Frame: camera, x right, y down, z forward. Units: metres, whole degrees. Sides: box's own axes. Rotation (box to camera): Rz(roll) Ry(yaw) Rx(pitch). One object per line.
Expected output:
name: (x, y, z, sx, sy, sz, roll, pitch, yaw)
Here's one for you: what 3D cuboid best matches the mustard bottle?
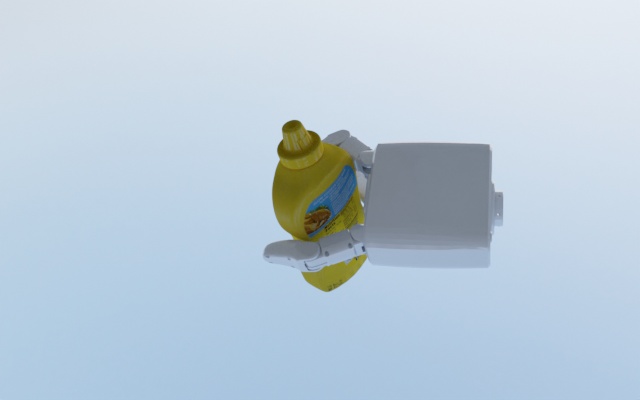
mustard bottle: (0.000, 0.002, 0.470, 0.058, 0.192, 0.096, 24, 59, 36)
